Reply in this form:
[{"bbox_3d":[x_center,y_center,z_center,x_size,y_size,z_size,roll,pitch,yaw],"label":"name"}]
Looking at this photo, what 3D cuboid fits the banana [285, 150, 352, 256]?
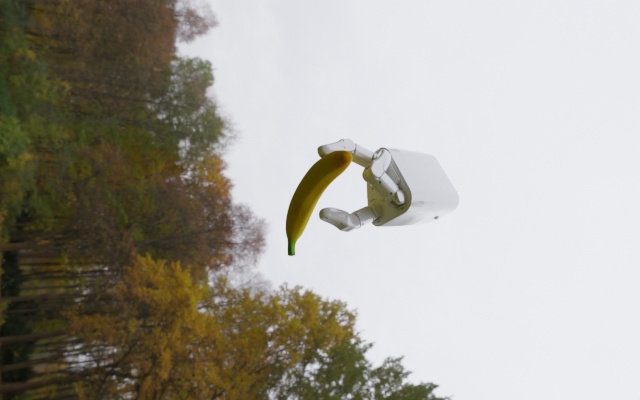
[{"bbox_3d":[-0.008,-0.008,0.686,0.037,0.198,0.069,1,43,-33],"label":"banana"}]
